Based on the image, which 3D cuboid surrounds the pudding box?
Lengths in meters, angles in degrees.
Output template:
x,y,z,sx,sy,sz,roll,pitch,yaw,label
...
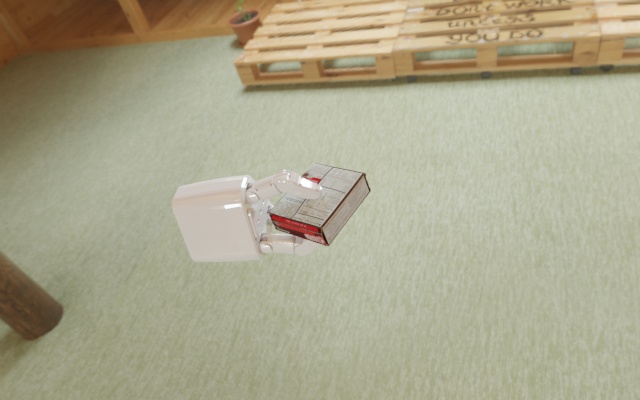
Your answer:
x,y,z,sx,sy,sz,roll,pitch,yaw,label
0.000,0.002,0.639,0.090,0.039,0.113,15,53,34,pudding box
